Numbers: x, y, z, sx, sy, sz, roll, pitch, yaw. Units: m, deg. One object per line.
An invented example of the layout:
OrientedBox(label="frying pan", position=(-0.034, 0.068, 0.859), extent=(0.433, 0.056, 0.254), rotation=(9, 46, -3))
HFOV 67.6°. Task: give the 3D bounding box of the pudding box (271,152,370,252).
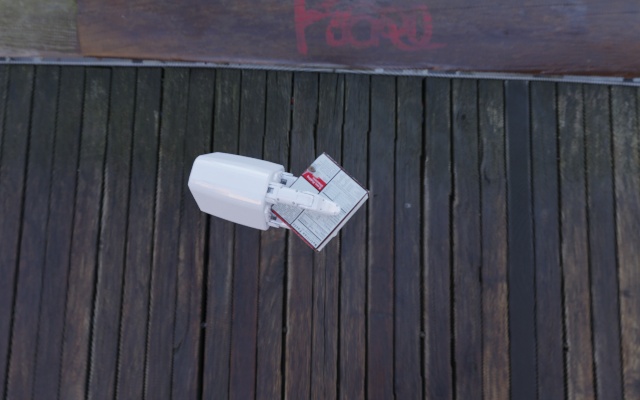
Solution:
OrientedBox(label="pudding box", position=(0.000, 0.002, 0.671), extent=(0.090, 0.113, 0.039), rotation=(42, -2, 9))
